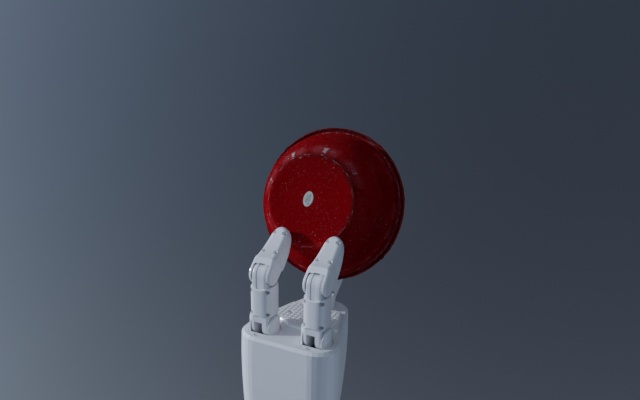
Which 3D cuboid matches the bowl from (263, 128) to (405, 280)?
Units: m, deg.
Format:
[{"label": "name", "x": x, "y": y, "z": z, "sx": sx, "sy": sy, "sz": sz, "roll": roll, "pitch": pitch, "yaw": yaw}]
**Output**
[{"label": "bowl", "x": 0.000, "y": 0.000, "z": 0.484, "sx": 0.162, "sy": 0.162, "sz": 0.055, "roll": 0, "pitch": -3, "yaw": 24}]
